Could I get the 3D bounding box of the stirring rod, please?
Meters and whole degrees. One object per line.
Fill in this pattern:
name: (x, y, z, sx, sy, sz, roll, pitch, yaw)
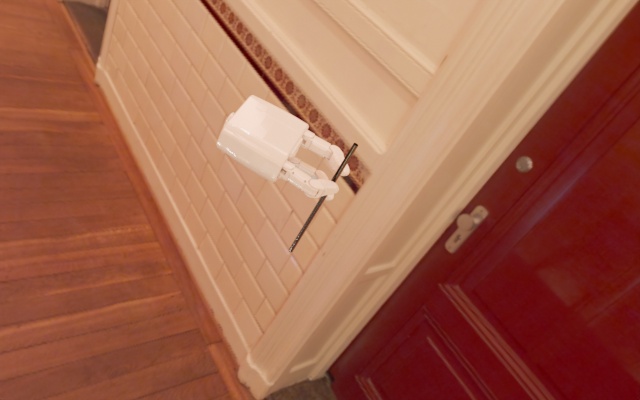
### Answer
stirring rod: (0.000, 0.003, 0.778, 0.011, 0.240, 0.011, 21, 34, -15)
